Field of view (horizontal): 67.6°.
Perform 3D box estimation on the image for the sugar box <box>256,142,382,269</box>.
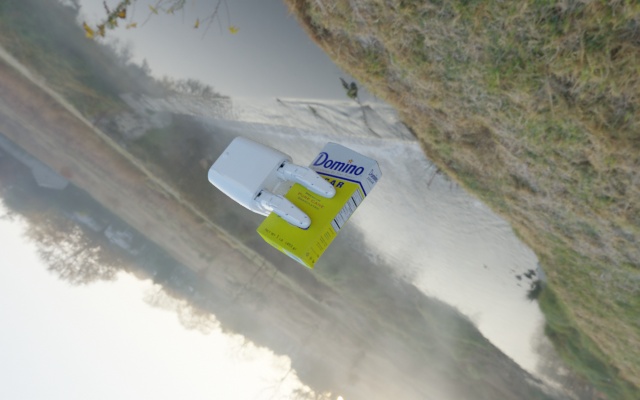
[{"bbox_3d":[0.000,0.002,0.683,0.093,0.176,0.048,28,-16,33],"label":"sugar box"}]
